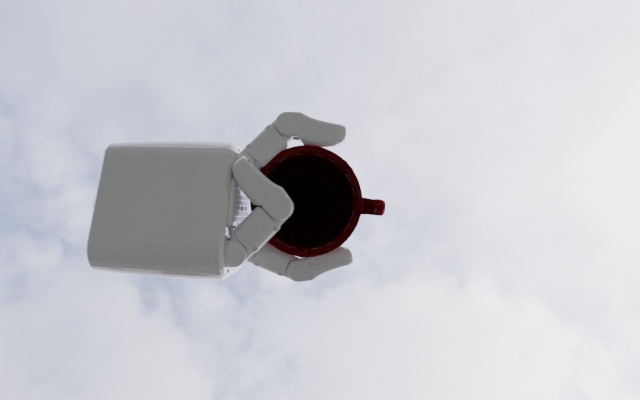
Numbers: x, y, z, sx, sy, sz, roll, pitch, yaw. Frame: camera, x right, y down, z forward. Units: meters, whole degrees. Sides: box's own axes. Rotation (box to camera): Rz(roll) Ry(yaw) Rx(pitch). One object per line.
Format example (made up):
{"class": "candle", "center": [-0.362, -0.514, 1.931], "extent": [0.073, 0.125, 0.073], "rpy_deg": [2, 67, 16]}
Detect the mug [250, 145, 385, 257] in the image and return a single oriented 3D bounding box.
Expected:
{"class": "mug", "center": [0.002, 0.001, 0.434], "extent": [0.117, 0.093, 0.081], "rpy_deg": [2, -1, 0]}
